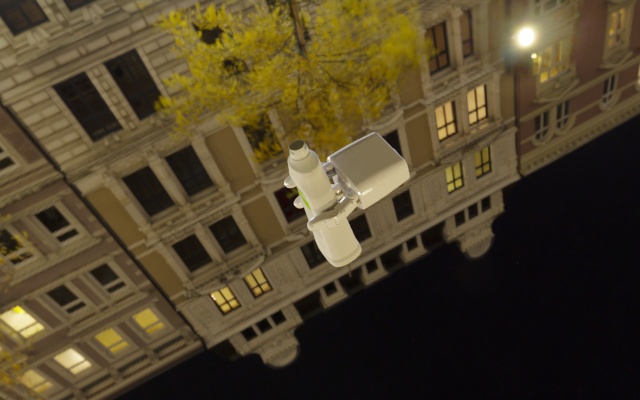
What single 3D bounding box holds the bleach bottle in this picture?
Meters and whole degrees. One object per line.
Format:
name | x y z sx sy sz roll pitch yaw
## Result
bleach bottle | 0.000 0.003 0.851 0.068 0.251 0.102 -31 42 -11
